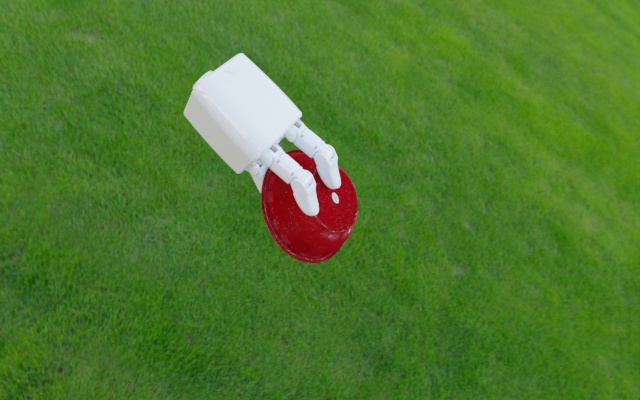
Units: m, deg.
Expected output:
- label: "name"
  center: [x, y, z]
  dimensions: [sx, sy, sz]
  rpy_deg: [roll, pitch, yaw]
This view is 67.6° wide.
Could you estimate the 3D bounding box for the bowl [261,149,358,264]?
- label: "bowl"
  center: [0.001, 0.003, 0.647]
  dimensions: [0.162, 0.162, 0.055]
  rpy_deg: [0, -12, -44]
